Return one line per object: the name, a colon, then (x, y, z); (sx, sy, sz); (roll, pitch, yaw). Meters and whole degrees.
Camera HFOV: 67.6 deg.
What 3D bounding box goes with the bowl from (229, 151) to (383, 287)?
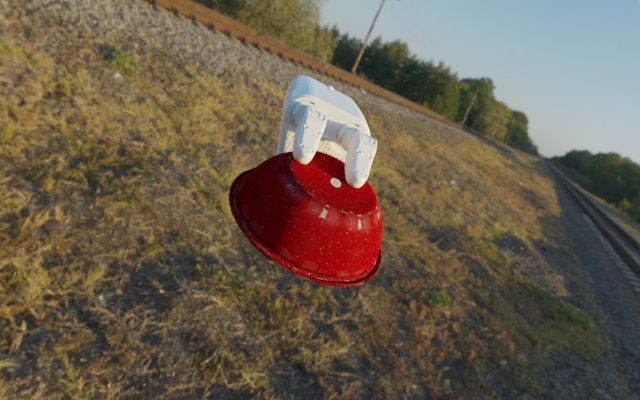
bowl: (0.001, 0.002, 0.444); (0.162, 0.055, 0.162); (23, 31, -15)
